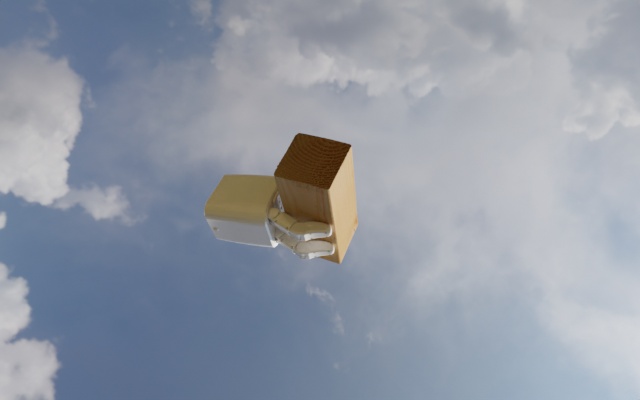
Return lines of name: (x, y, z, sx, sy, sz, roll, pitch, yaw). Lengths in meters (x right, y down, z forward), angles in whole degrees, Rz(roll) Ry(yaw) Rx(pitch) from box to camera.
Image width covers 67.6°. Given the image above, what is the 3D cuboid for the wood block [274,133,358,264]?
wood block: (0.000, 0.002, 0.763, 0.090, 0.090, 0.206, 15, -33, 18)
